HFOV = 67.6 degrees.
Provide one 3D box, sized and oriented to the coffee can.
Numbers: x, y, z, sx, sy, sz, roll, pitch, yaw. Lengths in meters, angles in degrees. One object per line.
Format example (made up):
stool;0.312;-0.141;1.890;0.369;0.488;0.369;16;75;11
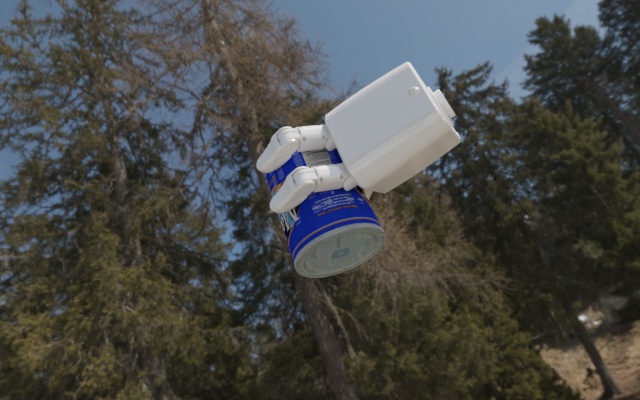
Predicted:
coffee can;0.000;0.002;0.543;0.103;0.140;0.103;-16;-30;-10
